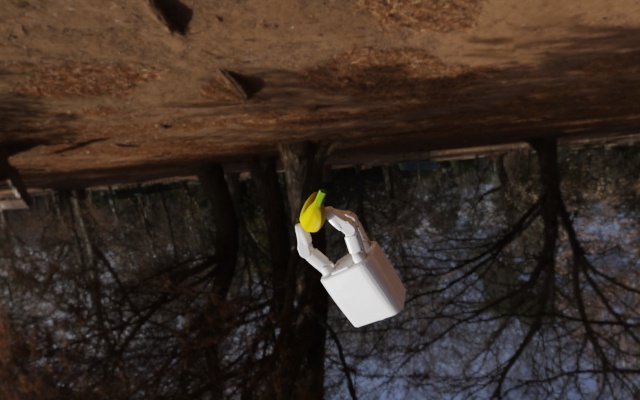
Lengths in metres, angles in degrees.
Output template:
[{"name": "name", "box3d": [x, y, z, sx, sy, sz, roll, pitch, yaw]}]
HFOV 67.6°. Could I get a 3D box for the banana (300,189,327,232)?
[{"name": "banana", "box3d": [-0.009, 0.019, 0.805, 0.037, 0.069, 0.198, 30, -2, -5]}]
